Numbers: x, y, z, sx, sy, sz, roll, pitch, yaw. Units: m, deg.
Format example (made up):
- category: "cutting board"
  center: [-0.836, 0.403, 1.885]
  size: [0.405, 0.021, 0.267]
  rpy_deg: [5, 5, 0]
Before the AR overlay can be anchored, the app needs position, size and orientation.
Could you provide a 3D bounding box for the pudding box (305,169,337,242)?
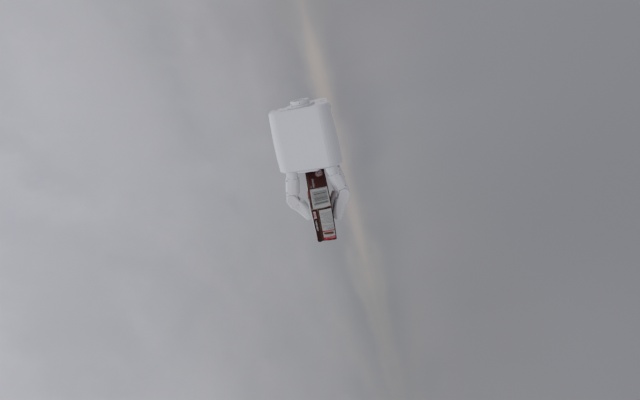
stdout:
- category: "pudding box"
  center: [0.000, 0.003, 0.851]
  size: [0.039, 0.113, 0.090]
  rpy_deg: [-10, -44, 2]
